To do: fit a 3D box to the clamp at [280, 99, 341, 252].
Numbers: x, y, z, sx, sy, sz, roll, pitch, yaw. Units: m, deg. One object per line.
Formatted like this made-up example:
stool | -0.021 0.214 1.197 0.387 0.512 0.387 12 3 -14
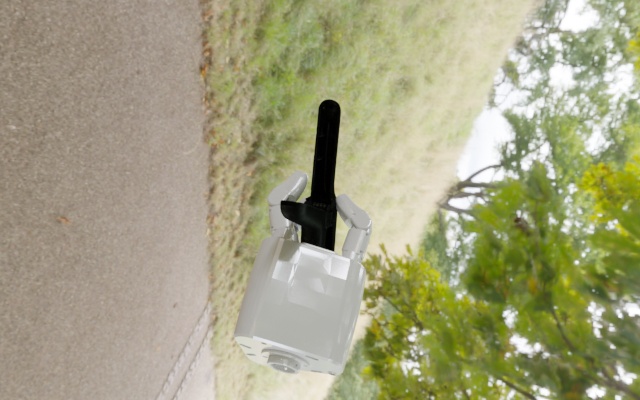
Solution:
clamp | 0.001 0.002 0.551 0.036 0.164 0.210 9 -33 12
